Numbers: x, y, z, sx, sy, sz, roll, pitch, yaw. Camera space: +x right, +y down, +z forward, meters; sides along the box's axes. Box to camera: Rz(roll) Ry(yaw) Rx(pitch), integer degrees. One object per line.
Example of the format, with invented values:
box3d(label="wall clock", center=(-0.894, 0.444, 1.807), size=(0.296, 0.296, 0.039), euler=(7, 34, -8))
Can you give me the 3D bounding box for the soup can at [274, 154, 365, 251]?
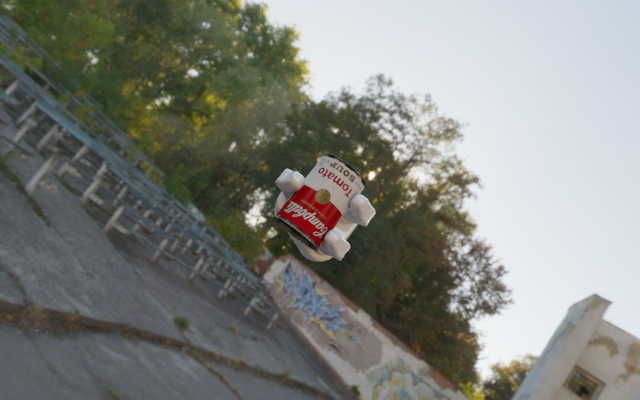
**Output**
box3d(label="soup can", center=(0.000, 0.002, 0.592), size=(0.068, 0.102, 0.068), euler=(36, -12, 9))
